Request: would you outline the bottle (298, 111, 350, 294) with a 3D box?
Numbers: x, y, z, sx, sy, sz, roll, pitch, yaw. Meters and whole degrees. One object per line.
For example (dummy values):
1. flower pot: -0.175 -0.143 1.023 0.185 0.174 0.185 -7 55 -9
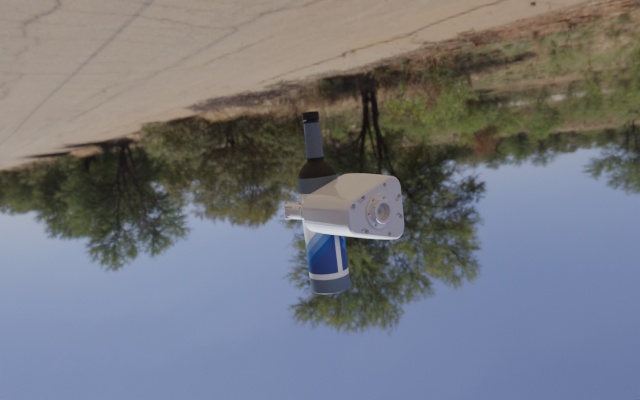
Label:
1. bottle: 0.000 0.003 0.789 0.069 0.296 0.069 -7 8 1
